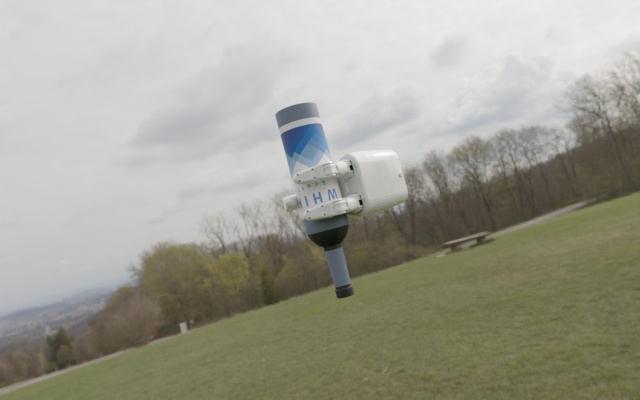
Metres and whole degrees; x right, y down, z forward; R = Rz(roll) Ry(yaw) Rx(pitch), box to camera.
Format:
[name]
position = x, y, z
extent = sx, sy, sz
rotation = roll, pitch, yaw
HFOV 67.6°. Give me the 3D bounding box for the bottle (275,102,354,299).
[bottle]
position = 0.000, 0.002, 0.727
extent = 0.069, 0.295, 0.069
rotation = -15, -3, -1
